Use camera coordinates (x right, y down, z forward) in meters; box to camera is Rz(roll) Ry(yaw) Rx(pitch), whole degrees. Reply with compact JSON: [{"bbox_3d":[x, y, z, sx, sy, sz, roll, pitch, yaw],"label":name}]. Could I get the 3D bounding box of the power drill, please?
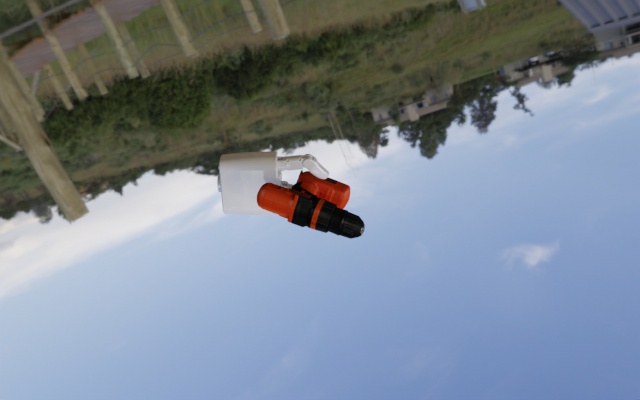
[{"bbox_3d":[0.000,0.003,0.840,0.184,0.057,0.187,21,15,9],"label":"power drill"}]
